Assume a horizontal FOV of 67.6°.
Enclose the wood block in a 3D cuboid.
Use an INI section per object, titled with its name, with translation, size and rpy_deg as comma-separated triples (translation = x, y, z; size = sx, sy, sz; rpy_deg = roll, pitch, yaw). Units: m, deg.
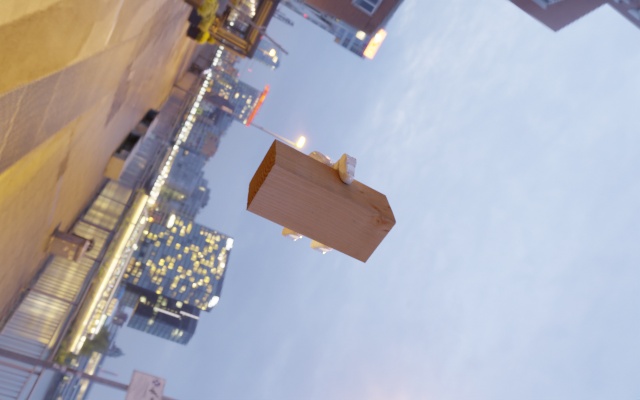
[wood block]
translation = 0.000, 0.002, 0.735
size = 0.206, 0.091, 0.090
rpy_deg = 25, 25, -18
